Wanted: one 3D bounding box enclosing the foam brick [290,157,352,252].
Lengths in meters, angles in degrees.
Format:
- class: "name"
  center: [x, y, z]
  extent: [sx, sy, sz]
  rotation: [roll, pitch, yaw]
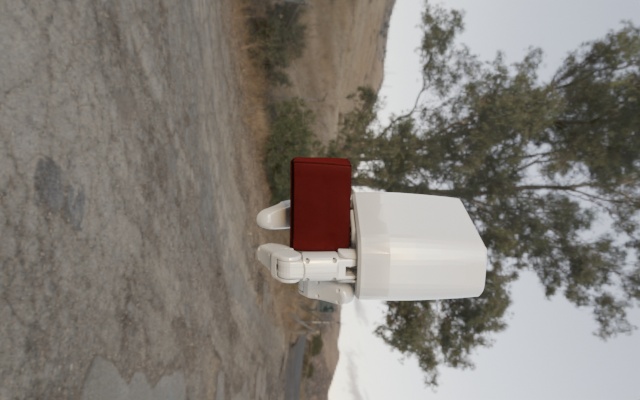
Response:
- class: "foam brick"
  center: [0.000, 0.001, 0.424]
  extent: [0.051, 0.078, 0.053]
  rotation: [1, 12, 1]
